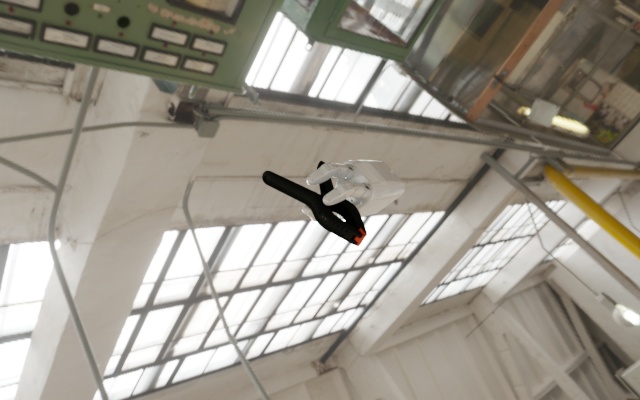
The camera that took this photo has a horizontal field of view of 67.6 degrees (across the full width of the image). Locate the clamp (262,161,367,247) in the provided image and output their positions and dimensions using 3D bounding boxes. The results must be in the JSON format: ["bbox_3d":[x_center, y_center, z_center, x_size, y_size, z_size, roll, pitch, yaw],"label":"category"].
[{"bbox_3d":[0.000,0.004,0.873,0.164,0.036,0.210,-9,49,-42],"label":"clamp"}]
